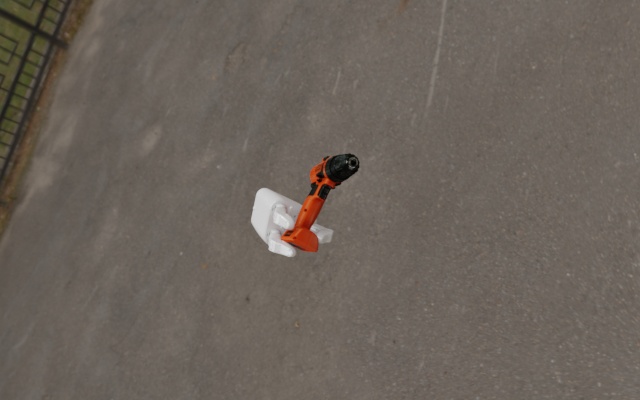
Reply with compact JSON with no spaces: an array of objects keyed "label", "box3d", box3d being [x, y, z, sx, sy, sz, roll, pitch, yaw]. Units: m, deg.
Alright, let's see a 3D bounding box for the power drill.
[{"label":"power drill","box3d":[0.000,0.003,0.898,0.057,0.187,0.184,29,-13,-13]}]
